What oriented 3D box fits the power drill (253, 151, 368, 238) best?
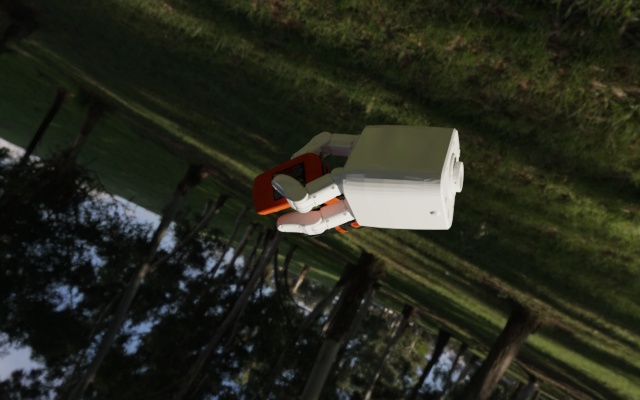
[{"bbox_3d":[0.000,0.002,0.643,0.184,0.057,0.188,-22,-23,33],"label":"power drill"}]
